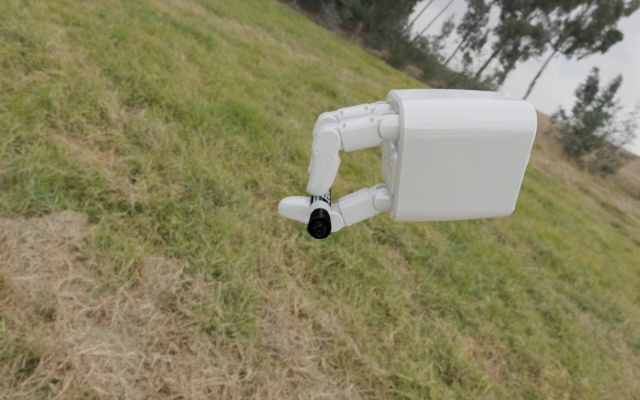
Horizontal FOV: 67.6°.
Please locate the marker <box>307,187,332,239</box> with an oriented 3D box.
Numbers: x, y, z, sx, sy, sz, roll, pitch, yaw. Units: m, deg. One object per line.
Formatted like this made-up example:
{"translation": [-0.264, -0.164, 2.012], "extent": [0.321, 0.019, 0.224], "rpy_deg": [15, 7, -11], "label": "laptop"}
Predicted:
{"translation": [0.000, 0.001, 0.409], "extent": [0.020, 0.020, 0.121], "rpy_deg": [0, 21, 0], "label": "marker"}
